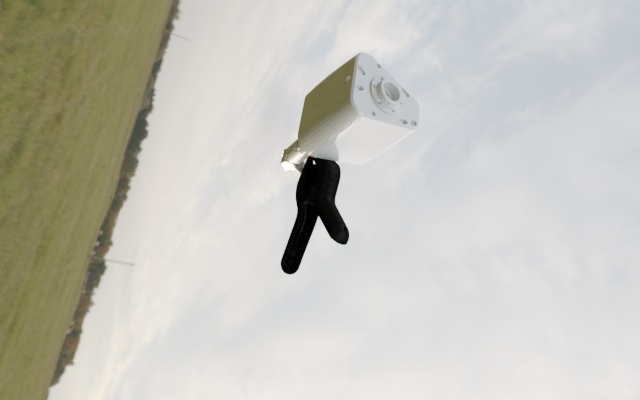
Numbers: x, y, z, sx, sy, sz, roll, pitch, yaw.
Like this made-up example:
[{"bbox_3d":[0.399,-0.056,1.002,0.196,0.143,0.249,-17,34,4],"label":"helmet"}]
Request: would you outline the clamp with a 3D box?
[{"bbox_3d":[0.001,0.002,0.597,0.039,0.171,0.120,26,-31,-35],"label":"clamp"}]
